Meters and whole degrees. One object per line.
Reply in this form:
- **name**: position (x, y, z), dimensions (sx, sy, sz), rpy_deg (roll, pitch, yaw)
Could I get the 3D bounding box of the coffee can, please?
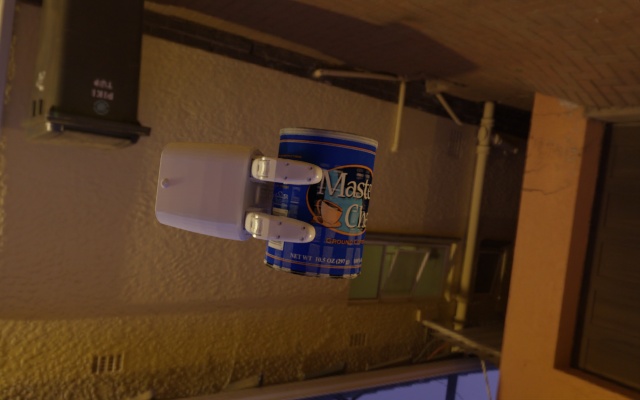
- **coffee can**: position (0.000, 0.002, 0.499), dimensions (0.103, 0.140, 0.103), rpy_deg (7, 2, 0)
